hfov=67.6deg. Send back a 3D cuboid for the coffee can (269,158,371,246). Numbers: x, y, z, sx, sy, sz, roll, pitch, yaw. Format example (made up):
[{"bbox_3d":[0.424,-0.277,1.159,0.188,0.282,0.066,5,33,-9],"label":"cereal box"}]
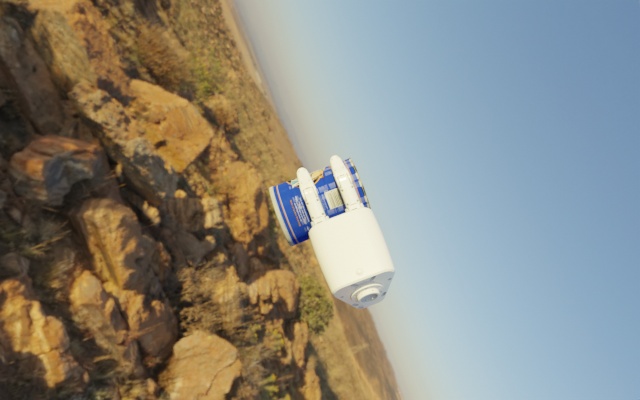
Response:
[{"bbox_3d":[0.000,0.002,0.776,0.140,0.103,0.103,-21,0,1],"label":"coffee can"}]
